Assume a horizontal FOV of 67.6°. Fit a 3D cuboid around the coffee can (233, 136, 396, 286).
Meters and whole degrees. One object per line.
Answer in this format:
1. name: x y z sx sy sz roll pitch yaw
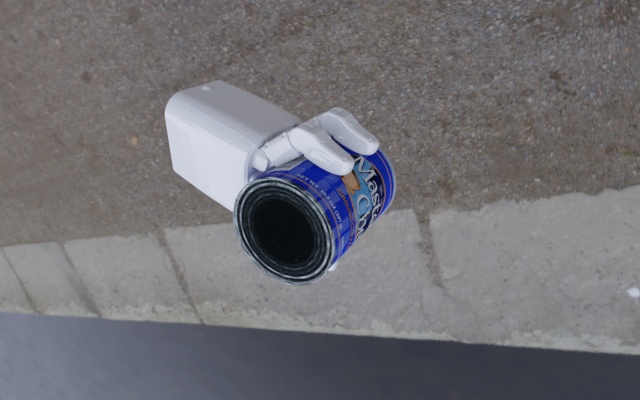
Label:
1. coffee can: 0.000 0.002 0.459 0.103 0.103 0.140 0 23 32
